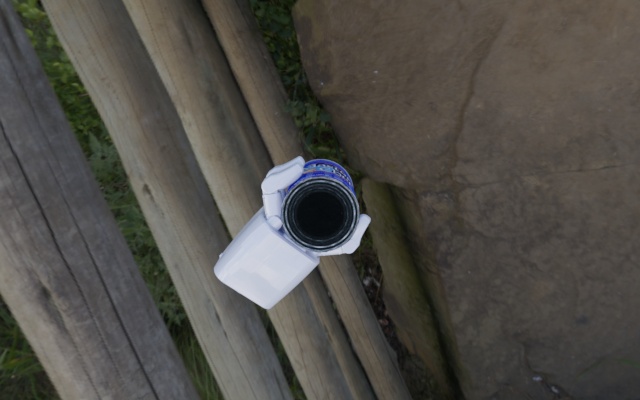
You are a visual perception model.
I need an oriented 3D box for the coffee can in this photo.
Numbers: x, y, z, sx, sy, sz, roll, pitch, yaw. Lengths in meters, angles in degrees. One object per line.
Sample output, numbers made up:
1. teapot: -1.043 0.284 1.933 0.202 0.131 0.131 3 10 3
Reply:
1. coffee can: 0.000 0.002 0.681 0.103 0.103 0.140 0 14 0
